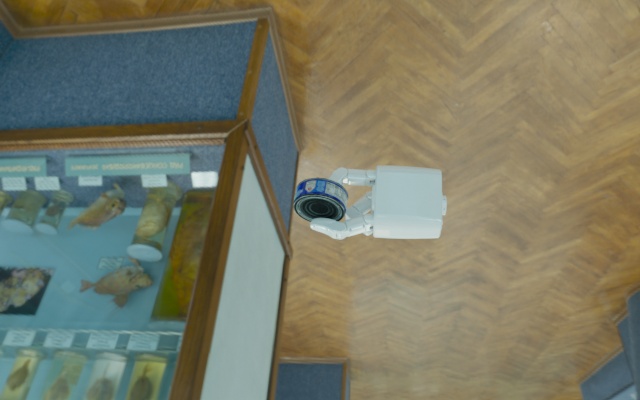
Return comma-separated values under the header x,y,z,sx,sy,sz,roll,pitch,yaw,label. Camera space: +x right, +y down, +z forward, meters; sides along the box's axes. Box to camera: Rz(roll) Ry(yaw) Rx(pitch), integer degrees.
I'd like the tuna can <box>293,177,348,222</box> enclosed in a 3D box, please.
x,y,z,sx,sy,sz,roll,pitch,yaw,label
0.000,0.003,0.762,0.086,0.033,0.086,7,-34,5,tuna can
